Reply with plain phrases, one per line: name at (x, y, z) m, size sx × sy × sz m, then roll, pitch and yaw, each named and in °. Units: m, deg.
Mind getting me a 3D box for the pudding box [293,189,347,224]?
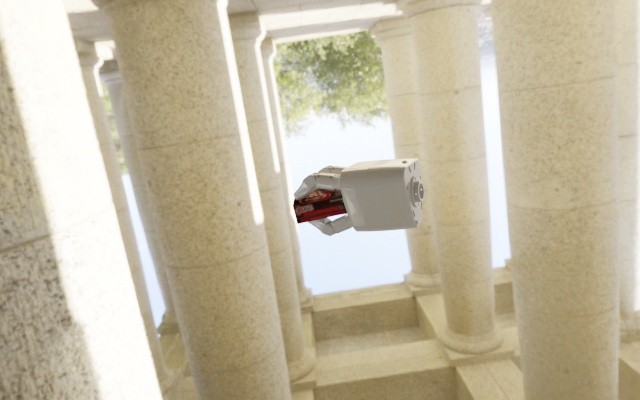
pudding box at (0.000, 0.003, 0.831) m, size 0.090 × 0.039 × 0.113 m, roll -11°, pitch 10°, yaw 1°
